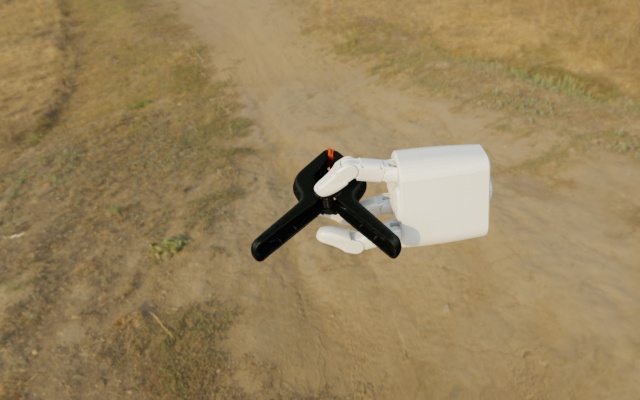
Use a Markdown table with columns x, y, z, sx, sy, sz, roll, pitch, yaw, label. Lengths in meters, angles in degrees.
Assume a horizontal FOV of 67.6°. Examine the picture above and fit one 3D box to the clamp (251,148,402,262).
| x | y | z | sx | sy | sz | roll | pitch | yaw | label |
| --- | --- | --- | --- | --- | --- | --- | --- | --- | --- |
| 0.000 | 0.001 | 0.590 | 0.164 | 0.036 | 0.209 | -5 | 37 | -1 | clamp |
